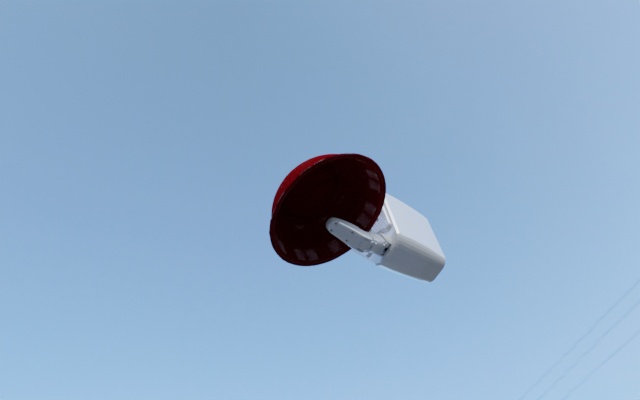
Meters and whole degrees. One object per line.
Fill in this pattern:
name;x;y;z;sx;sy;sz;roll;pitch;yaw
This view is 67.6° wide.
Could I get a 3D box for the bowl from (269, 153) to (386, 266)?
bowl;-0.001;0.001;0.588;0.162;0.162;0.055;0;33;-36
